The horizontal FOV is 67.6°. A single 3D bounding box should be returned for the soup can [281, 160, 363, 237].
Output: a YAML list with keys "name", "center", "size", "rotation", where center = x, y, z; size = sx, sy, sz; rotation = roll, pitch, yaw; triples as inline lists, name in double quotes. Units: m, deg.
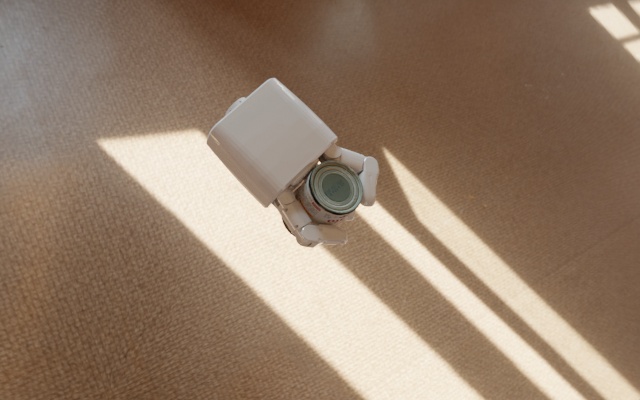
- name: "soup can"
  center: [0.000, 0.002, 0.575]
  size: [0.068, 0.068, 0.102]
  rotation: [0, -21, -24]
